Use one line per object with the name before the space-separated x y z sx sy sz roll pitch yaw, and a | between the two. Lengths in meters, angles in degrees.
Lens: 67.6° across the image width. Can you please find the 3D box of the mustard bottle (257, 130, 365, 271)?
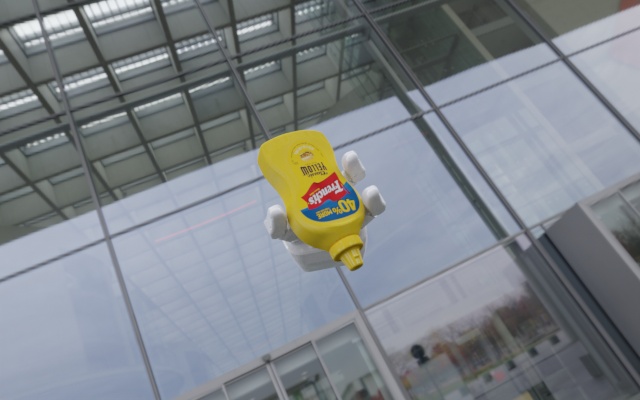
mustard bottle | 0.000 0.002 0.592 0.096 0.191 0.058 -15 -27 -27
